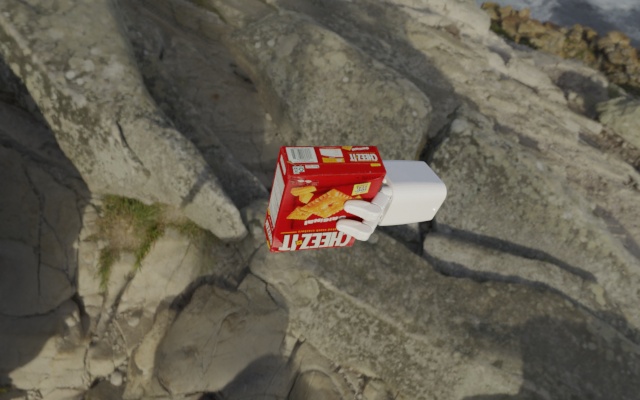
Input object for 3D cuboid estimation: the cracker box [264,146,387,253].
[{"bbox_3d":[0.000,0.002,0.820,0.164,0.072,0.214,-2,-38,-17],"label":"cracker box"}]
